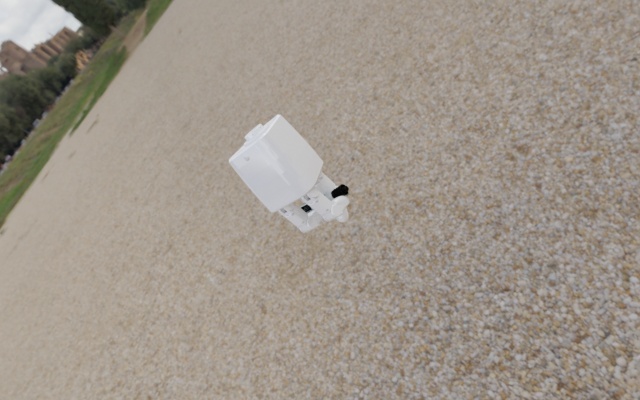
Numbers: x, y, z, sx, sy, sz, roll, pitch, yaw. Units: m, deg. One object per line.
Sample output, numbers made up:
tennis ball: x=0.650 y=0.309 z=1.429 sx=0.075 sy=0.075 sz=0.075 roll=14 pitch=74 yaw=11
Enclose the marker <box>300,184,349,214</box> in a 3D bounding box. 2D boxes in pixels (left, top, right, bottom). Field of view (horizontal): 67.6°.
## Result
marker: x=0.000 y=0.003 z=0.790 sx=0.121 sy=0.020 sz=0.020 roll=-28 pitch=-19 yaw=39
